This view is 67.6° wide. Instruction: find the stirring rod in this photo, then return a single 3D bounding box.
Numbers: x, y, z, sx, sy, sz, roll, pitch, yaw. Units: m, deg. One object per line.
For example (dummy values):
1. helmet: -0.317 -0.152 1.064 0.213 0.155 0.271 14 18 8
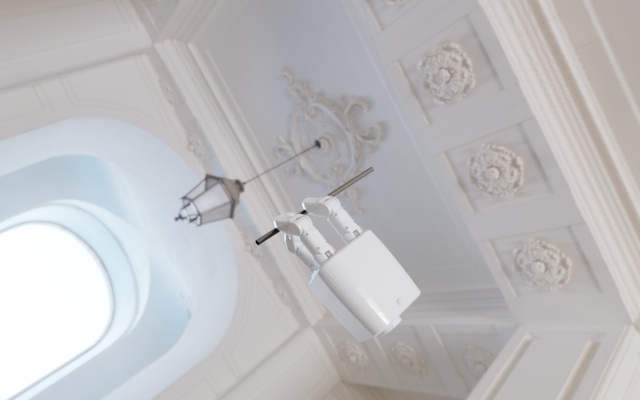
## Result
1. stirring rod: 0.000 0.002 0.683 0.239 0.011 0.011 -33 21 -37
